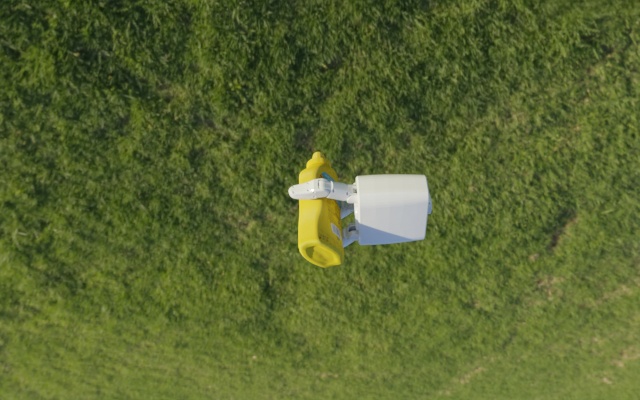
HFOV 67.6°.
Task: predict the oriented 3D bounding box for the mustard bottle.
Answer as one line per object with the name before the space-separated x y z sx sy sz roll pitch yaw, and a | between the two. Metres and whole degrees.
mustard bottle | 0.000 0.003 0.762 0.058 0.191 0.096 -17 -35 23
